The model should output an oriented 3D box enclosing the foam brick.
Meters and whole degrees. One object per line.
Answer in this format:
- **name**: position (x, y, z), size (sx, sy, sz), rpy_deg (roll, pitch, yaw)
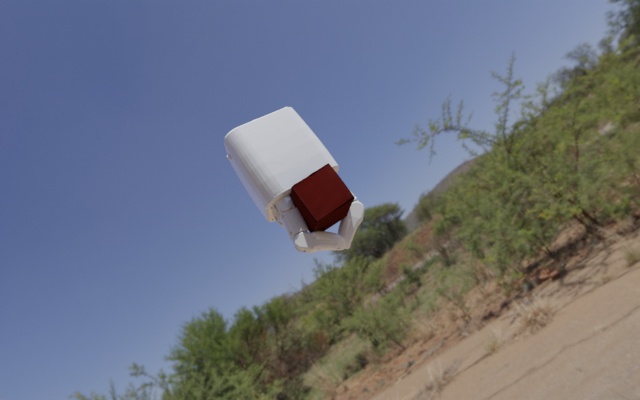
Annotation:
- **foam brick**: position (0.000, 0.002, 0.556), size (0.053, 0.051, 0.078), rpy_deg (-32, -12, -13)
